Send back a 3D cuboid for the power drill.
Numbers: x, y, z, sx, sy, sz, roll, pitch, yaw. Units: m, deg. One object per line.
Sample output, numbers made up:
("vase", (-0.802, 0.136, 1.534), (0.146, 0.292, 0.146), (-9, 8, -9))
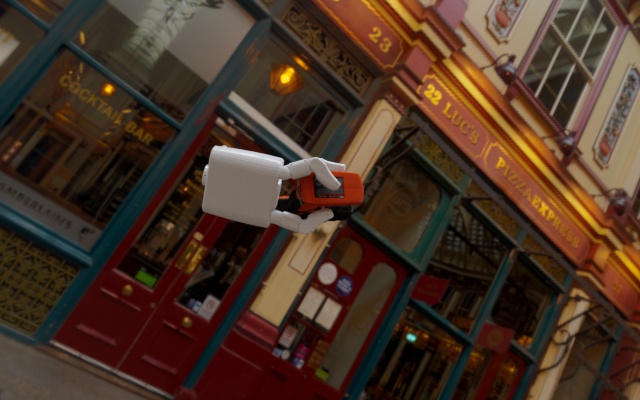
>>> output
("power drill", (0.000, 0.003, 0.826), (0.184, 0.057, 0.188), (-1, -15, -23))
